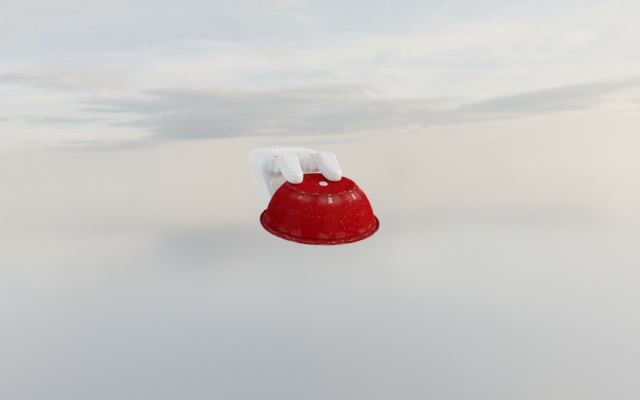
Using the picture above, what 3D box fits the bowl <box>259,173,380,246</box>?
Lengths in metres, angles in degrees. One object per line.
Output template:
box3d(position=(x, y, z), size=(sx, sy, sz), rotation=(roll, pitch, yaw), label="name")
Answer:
box3d(position=(0.001, 0.002, 0.634), size=(0.162, 0.055, 0.162), rotation=(3, 20, -1), label="bowl")
